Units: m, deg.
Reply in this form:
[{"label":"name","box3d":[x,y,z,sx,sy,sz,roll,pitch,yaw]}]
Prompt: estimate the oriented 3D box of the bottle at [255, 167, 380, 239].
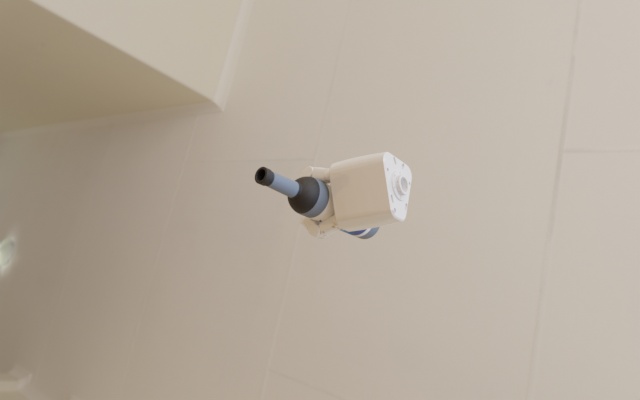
[{"label":"bottle","box3d":[0.000,0.003,0.829,0.069,0.069,0.296,0,-16,40]}]
